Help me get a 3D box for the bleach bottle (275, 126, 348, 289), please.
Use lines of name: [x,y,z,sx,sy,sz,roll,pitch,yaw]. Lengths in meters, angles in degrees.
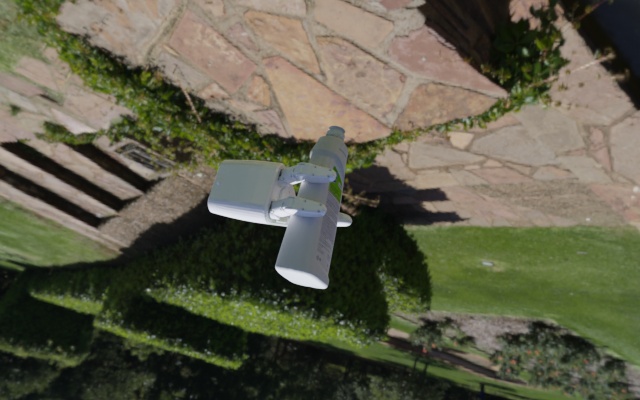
bleach bottle: [0.000,0.002,0.746,0.068,0.250,0.103,7,-21,20]
